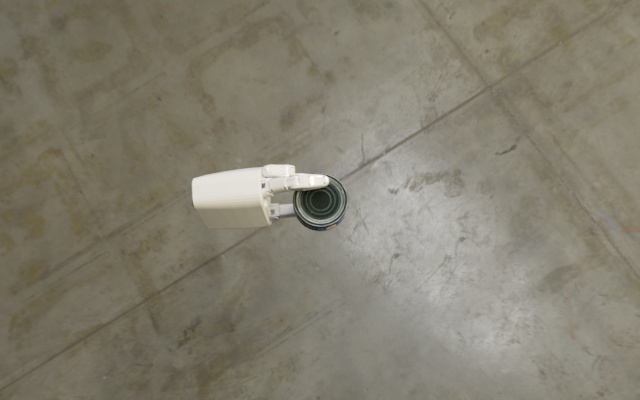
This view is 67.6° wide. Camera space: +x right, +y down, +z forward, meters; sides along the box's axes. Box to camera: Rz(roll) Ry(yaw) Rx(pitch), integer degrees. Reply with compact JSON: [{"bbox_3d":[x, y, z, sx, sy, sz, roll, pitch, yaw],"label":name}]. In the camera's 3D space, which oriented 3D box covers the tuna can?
[{"bbox_3d":[0.000,0.002,0.732,0.086,0.086,0.034,0,-13,-1],"label":"tuna can"}]
